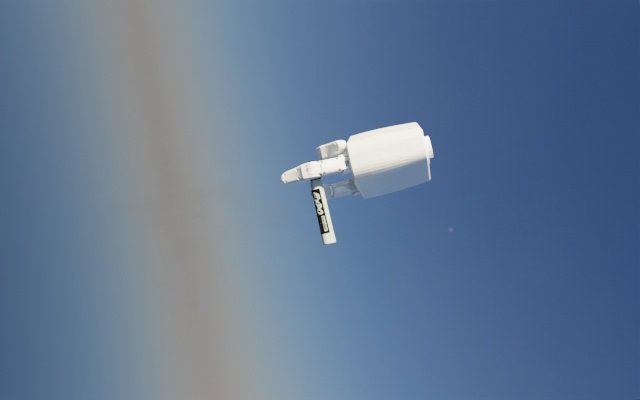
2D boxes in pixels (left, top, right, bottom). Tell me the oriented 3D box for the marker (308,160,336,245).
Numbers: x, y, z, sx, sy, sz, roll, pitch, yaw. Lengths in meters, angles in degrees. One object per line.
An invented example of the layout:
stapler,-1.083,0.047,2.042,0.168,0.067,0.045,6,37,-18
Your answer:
marker,0.000,0.002,0.678,0.020,0.121,0.020,-12,-5,-1
